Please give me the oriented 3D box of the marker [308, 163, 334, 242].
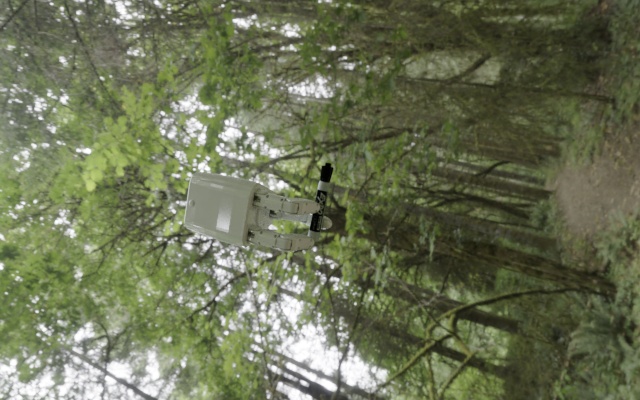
[{"bbox_3d":[0.000,0.002,0.725,0.020,0.121,0.020,11,9,-2],"label":"marker"}]
